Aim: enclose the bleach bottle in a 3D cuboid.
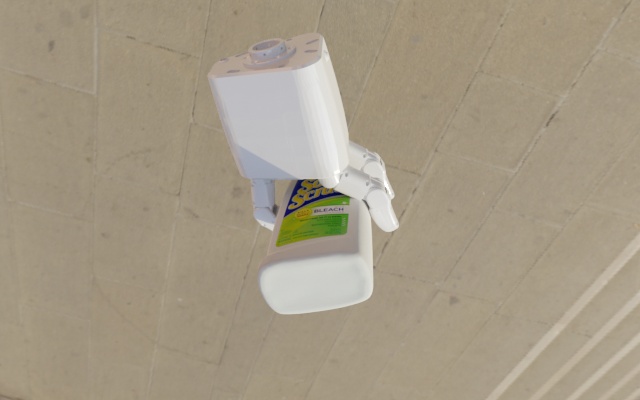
[{"bbox_3d":[0.000,0.002,0.509,0.102,0.068,0.250,-10,34,8],"label":"bleach bottle"}]
